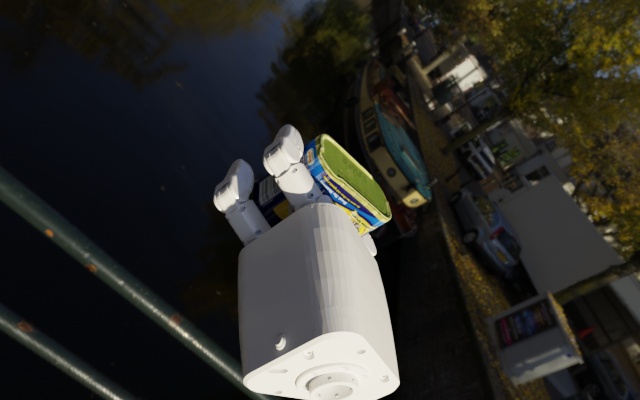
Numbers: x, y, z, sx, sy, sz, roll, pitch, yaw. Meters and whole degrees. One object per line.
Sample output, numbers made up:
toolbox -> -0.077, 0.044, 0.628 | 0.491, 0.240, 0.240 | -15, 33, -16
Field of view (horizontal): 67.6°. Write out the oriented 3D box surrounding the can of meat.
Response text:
can of meat -> 0.000, 0.001, 0.420 | 0.084, 0.057, 0.102 | -34, -52, 24
